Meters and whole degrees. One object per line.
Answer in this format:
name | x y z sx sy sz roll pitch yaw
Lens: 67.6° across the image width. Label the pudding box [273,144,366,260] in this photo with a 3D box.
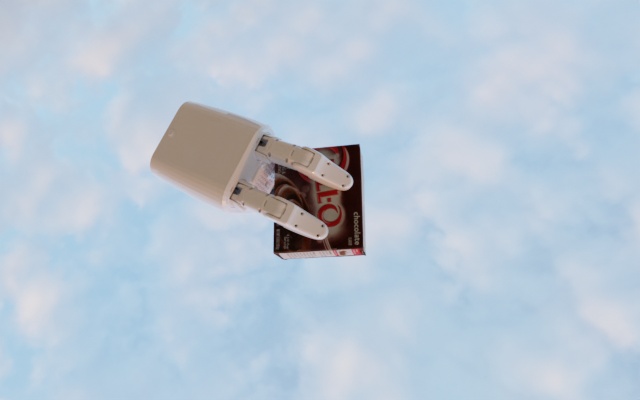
pudding box | 0.000 0.002 0.488 0.090 0.113 0.039 -5 -18 11
